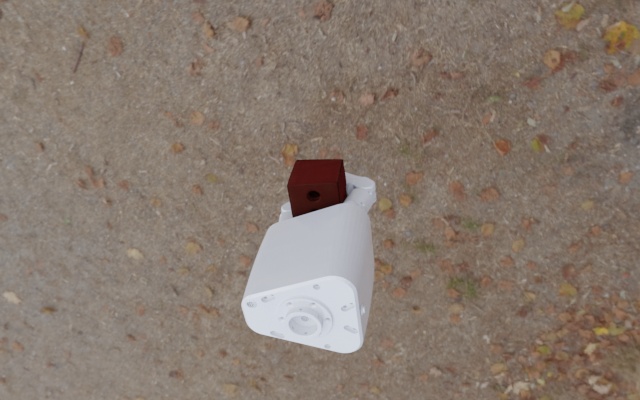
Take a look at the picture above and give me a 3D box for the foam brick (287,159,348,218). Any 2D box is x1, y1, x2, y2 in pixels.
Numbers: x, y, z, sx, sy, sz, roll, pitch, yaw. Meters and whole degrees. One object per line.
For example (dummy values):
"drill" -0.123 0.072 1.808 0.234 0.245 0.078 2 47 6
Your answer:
"foam brick" 0.000 0.001 0.504 0.053 0.078 0.051 -2 32 12
